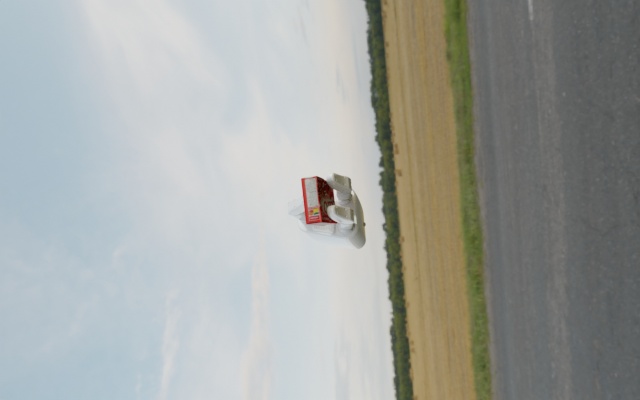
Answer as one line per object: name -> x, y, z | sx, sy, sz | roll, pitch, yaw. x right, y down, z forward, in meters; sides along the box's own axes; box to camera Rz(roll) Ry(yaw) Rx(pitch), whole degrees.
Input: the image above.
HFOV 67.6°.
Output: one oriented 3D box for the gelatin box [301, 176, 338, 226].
gelatin box -> 0.000, 0.003, 0.769 | 0.030, 0.073, 0.089 | -8, -7, 18
